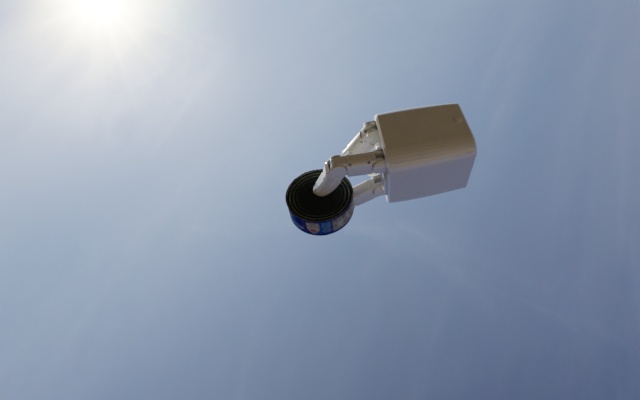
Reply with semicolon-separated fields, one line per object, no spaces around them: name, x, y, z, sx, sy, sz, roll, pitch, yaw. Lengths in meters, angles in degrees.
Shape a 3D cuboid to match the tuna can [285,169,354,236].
tuna can;0.000;0.002;0.610;0.086;0.086;0.034;0;-39;8
